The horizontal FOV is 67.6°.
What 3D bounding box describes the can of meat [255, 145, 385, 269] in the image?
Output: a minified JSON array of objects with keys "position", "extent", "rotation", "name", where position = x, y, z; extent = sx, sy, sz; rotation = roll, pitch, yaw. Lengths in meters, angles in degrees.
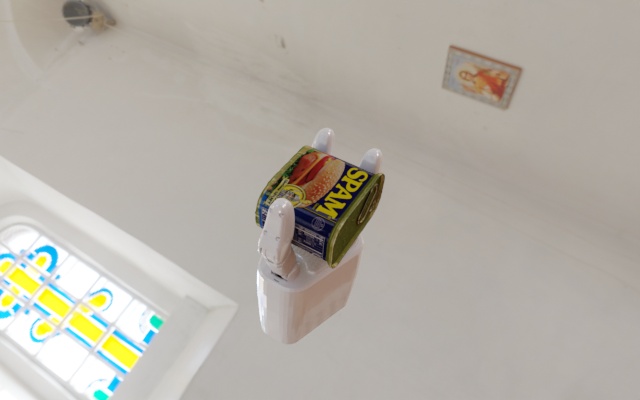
[{"position":[0.000,0.001,0.449],"extent":[0.084,0.057,0.102],"rotation":[25,49,19],"name":"can of meat"}]
